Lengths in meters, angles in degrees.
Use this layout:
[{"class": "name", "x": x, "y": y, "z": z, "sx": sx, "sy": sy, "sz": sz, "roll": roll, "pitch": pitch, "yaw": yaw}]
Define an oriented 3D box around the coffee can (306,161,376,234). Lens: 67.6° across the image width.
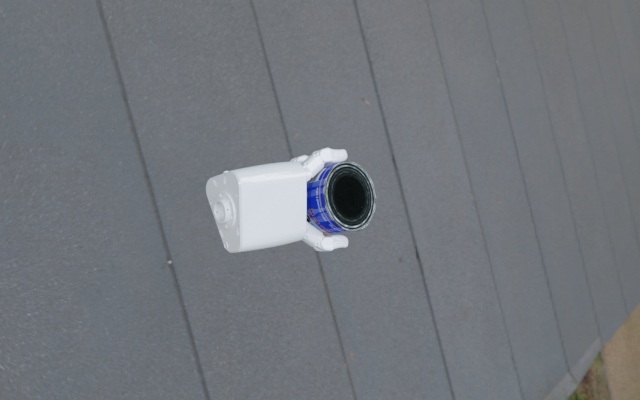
[{"class": "coffee can", "x": 0.000, "y": 0.002, "z": 0.737, "sx": 0.103, "sy": 0.103, "sz": 0.140, "roll": 0, "pitch": -7, "yaw": -40}]
